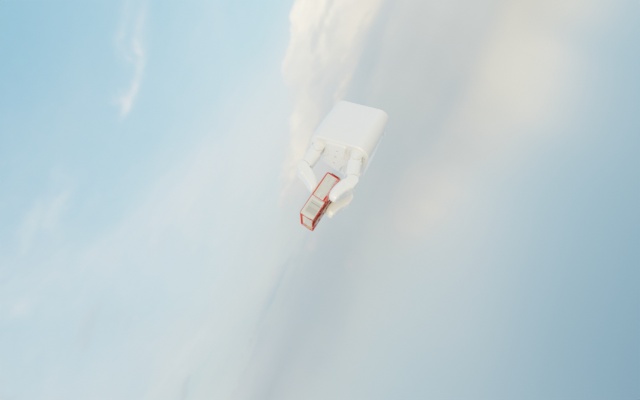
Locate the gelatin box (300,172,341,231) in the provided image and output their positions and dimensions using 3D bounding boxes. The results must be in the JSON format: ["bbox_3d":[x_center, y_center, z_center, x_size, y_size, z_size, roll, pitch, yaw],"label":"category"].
[{"bbox_3d":[0.000,0.003,0.821,0.030,0.089,0.073,32,-16,8],"label":"gelatin box"}]
